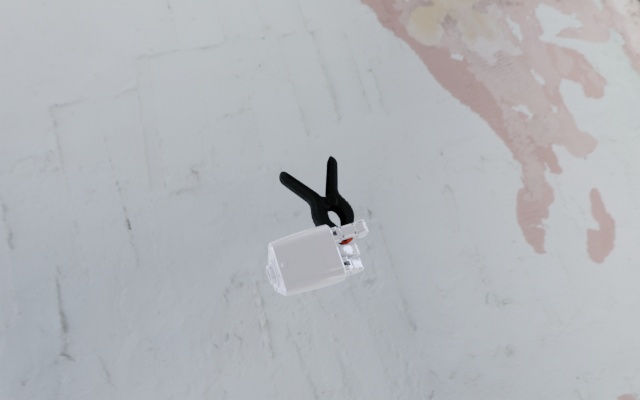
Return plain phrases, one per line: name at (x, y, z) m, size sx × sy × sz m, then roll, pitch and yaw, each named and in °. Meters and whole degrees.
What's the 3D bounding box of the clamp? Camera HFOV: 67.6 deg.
clamp at (0.000, 0.003, 0.855) m, size 0.120 × 0.171 × 0.039 m, roll -14°, pitch -22°, yaw -20°
